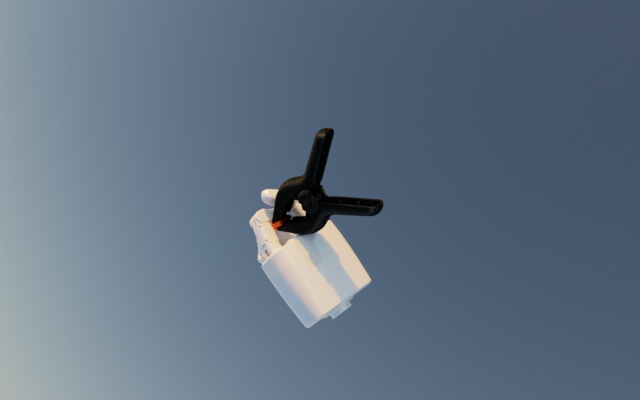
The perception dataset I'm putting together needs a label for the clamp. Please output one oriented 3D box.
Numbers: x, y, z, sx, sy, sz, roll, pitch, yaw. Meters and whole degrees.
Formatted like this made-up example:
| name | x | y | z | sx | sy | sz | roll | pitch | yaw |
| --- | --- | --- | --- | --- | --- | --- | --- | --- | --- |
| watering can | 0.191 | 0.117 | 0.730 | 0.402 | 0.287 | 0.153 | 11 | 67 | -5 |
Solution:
| name | x | y | z | sx | sy | sz | roll | pitch | yaw |
| --- | --- | --- | --- | --- | --- | --- | --- | --- | --- |
| clamp | 0.000 | 0.002 | 0.611 | 0.039 | 0.120 | 0.171 | -26 | -16 | -46 |
